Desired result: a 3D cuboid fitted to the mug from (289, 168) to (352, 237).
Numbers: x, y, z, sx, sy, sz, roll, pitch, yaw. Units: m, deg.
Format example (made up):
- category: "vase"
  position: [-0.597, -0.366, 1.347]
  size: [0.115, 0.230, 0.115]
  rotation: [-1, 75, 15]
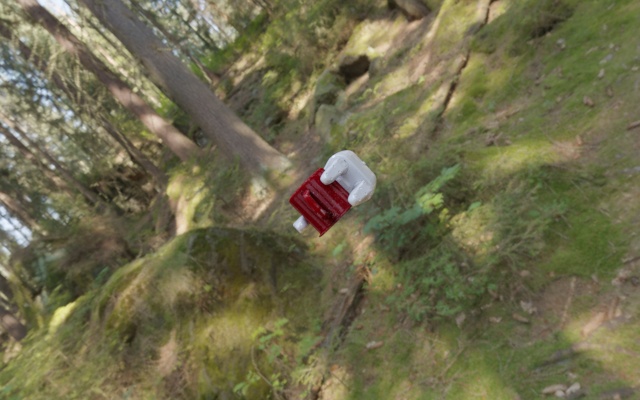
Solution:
- category: "mug"
  position: [0.000, 0.003, 0.781]
  size: [0.093, 0.081, 0.117]
  rotation: [-46, -1, 15]
